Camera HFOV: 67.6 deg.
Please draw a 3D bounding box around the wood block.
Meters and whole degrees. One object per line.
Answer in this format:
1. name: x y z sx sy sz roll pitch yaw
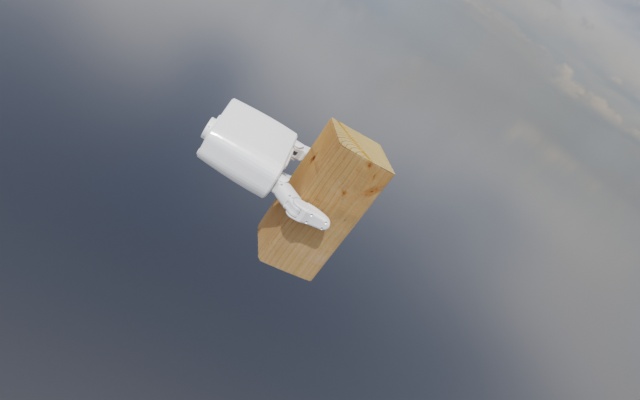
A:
1. wood block: 0.000 0.002 0.677 0.090 0.206 0.090 26 25 -22
